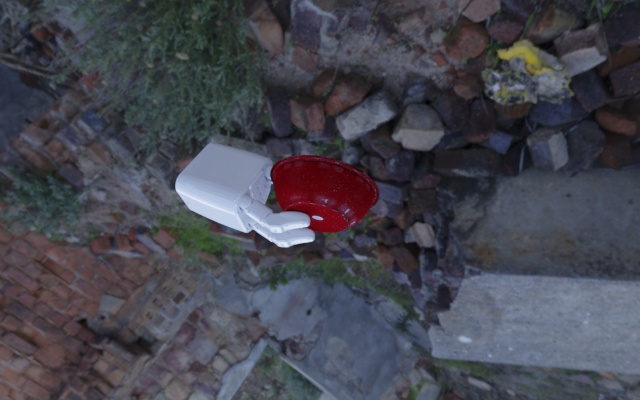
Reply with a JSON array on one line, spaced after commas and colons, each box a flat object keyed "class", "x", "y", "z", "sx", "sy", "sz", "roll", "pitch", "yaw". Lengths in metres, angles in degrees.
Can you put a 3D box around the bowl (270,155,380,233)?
[{"class": "bowl", "x": 0.001, "y": 0.003, "z": 0.677, "sx": 0.162, "sy": 0.055, "sz": 0.162, "roll": 11, "pitch": -26, "yaw": 5}]
